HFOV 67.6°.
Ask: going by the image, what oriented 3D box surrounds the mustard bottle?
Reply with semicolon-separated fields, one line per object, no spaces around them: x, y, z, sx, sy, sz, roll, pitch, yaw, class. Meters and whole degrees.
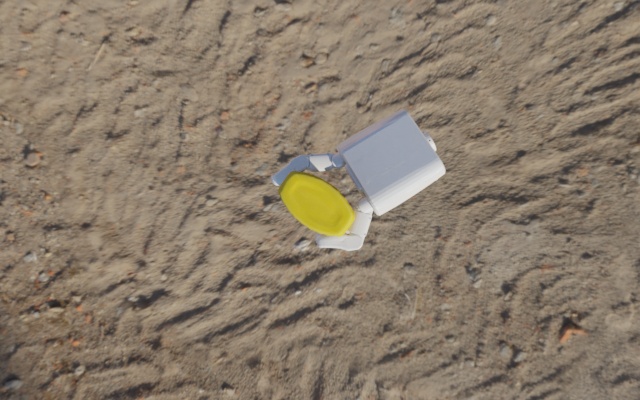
0.000;0.002;0.651;0.096;0.058;0.191;34;3;2;mustard bottle
